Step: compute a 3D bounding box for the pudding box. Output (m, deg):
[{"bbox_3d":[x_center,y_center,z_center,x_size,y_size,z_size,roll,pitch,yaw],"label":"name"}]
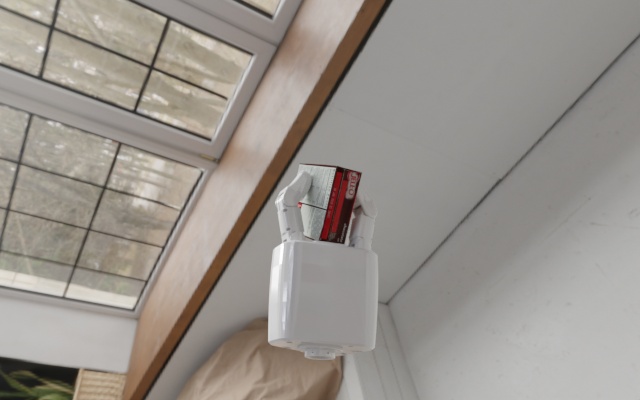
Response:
[{"bbox_3d":[0.000,0.002,0.581,0.039,0.090,0.113,15,0,-28],"label":"pudding box"}]
